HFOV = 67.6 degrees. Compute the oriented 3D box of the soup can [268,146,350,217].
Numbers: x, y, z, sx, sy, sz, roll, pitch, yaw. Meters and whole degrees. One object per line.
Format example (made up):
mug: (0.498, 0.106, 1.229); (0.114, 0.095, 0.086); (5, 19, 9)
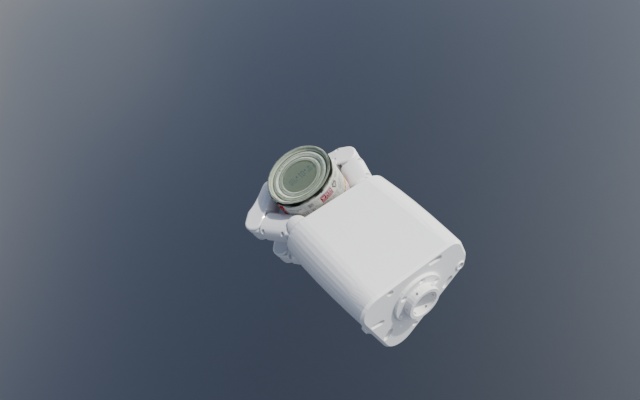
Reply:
soup can: (0.000, 0.001, 0.476); (0.068, 0.068, 0.102); (0, -31, 29)
